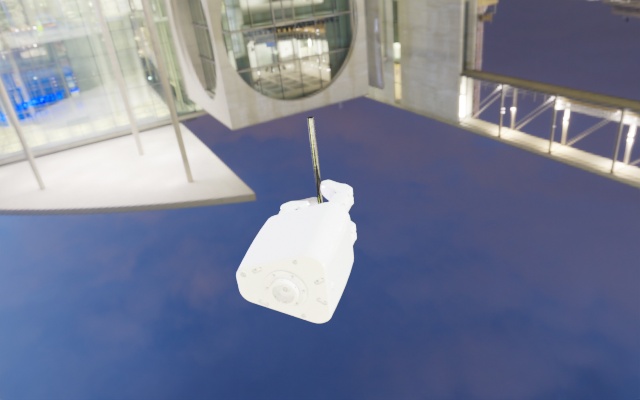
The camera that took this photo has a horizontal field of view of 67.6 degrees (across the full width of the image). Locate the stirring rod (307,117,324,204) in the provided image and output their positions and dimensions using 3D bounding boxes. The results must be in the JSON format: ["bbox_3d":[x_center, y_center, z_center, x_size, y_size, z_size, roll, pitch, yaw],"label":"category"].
[{"bbox_3d":[0.000,0.002,0.655,0.011,0.240,0.011,-5,27,3],"label":"stirring rod"}]
